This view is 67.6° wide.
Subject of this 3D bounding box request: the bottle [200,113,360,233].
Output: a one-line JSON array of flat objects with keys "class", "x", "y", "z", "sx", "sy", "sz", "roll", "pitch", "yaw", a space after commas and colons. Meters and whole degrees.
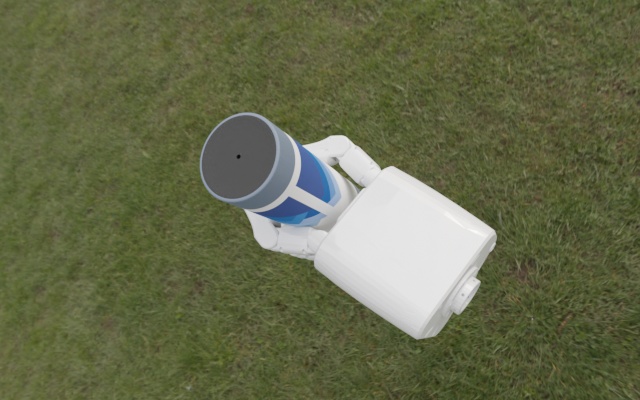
[{"class": "bottle", "x": 0.000, "y": 0.001, "z": 0.467, "sx": 0.069, "sy": 0.069, "sz": 0.296, "roll": 0, "pitch": -13, "yaw": 24}]
